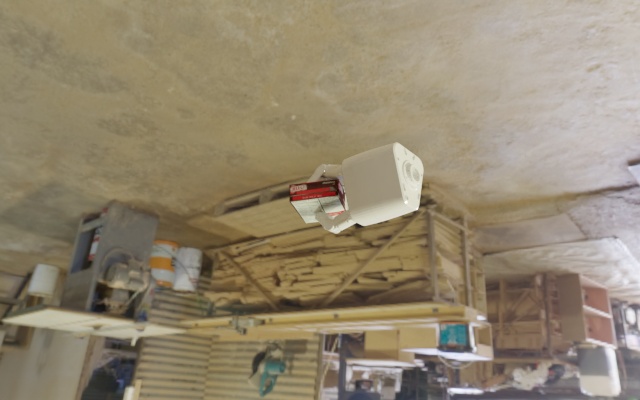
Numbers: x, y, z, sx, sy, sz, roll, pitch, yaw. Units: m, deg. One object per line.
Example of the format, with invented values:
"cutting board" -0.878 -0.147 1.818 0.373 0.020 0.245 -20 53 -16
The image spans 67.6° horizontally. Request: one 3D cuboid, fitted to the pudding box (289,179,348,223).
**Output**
"pudding box" 0.000 0.003 0.872 0.090 0.039 0.113 -6 -26 12
